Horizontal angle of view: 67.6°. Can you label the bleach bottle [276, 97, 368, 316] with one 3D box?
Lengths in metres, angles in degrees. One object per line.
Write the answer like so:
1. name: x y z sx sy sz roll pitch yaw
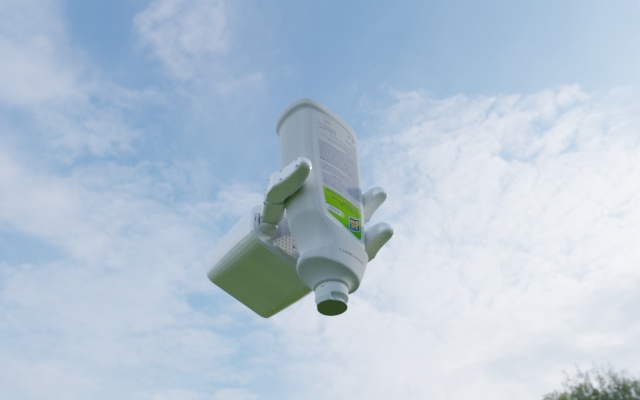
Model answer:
1. bleach bottle: 0.000 0.002 0.508 0.102 0.250 0.068 29 -52 -29
